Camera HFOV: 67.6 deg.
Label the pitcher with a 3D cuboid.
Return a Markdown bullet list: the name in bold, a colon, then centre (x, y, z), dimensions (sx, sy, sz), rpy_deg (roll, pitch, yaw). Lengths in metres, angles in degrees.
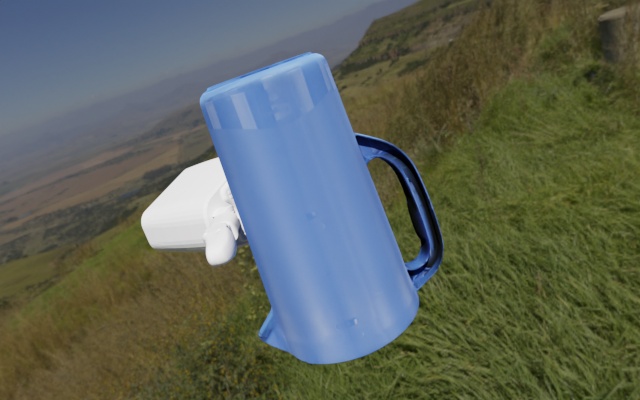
- **pitcher**: centre (0.000, 0.001, 0.418), dimensions (0.145, 0.243, 0.149), rpy_deg (-7, 20, 37)
